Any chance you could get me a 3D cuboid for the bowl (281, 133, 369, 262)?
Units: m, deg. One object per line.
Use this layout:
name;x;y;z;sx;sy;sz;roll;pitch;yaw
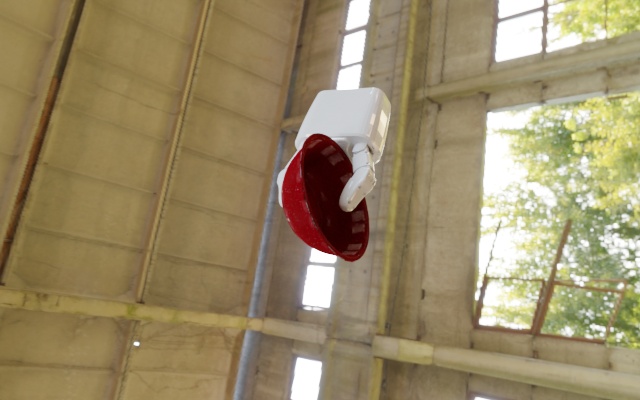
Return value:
bowl;-0.001;0.003;0.587;0.055;0.162;0.162;-19;-9;27
